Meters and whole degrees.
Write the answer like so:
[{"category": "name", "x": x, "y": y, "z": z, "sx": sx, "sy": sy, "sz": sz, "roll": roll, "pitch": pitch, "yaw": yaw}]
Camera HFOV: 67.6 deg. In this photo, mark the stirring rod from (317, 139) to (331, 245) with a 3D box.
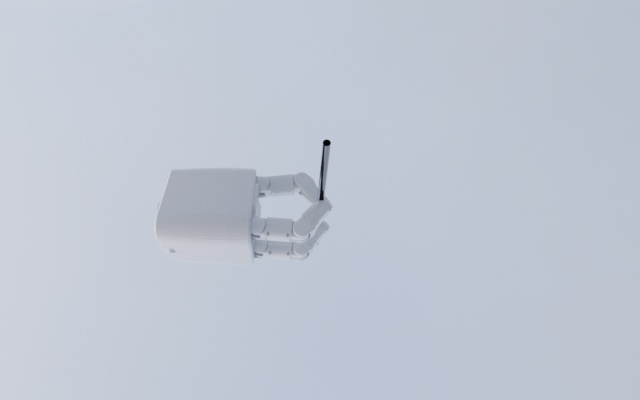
[{"category": "stirring rod", "x": 0.000, "y": 0.002, "z": 0.564, "sx": 0.011, "sy": 0.011, "sz": 0.240, "roll": 0, "pitch": -28, "yaw": -3}]
